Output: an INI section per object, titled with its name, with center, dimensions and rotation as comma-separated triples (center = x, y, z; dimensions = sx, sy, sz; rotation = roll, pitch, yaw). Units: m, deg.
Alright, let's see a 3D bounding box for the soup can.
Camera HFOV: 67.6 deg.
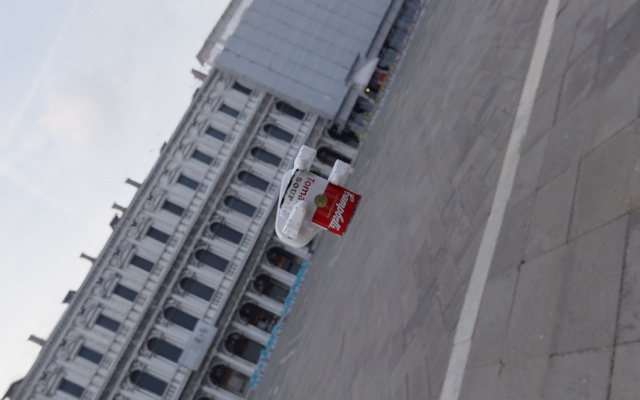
[soup can]
center = 0.000, 0.002, 0.689
dimensions = 0.102, 0.068, 0.068
rotation = 25, 0, 1
